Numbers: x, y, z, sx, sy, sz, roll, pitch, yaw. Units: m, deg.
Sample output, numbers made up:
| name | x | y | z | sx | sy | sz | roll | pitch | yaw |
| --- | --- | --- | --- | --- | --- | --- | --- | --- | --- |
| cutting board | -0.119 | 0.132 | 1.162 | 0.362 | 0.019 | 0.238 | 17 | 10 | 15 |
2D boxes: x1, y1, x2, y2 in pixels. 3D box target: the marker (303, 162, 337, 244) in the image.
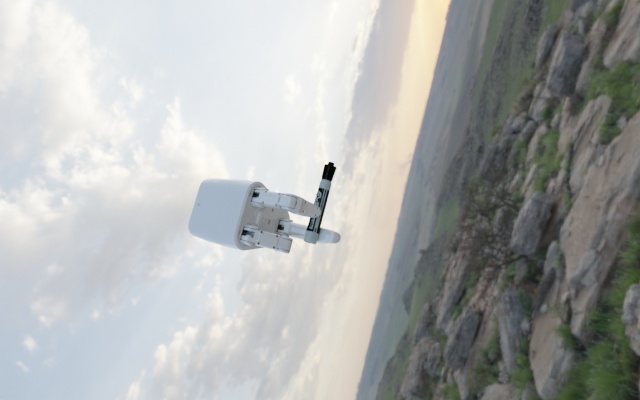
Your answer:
| name | x | y | z | sx | sy | sz | roll | pitch | yaw |
| --- | --- | --- | --- | --- | --- | --- | --- | --- | --- |
| marker | 0.000 | 0.002 | 0.682 | 0.020 | 0.121 | 0.020 | 15 | -10 | 3 |
